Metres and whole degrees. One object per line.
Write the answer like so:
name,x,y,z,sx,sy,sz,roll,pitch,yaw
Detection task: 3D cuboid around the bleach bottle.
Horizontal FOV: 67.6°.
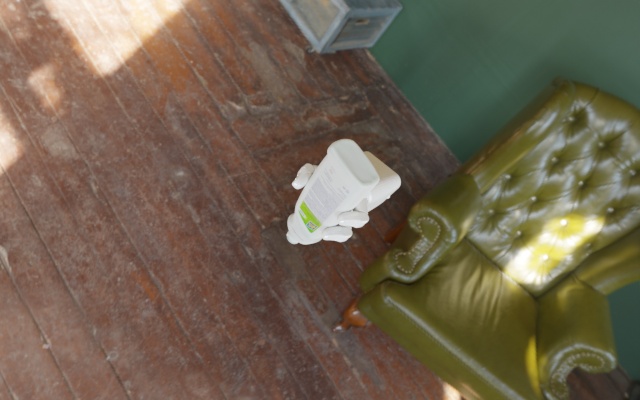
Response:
bleach bottle,0.000,0.003,0.876,0.068,0.102,0.251,-24,-16,-43
